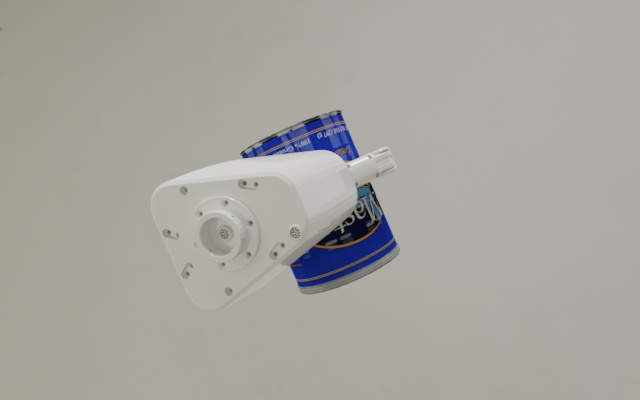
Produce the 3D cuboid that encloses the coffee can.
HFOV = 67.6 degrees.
[{"bbox_3d":[0.000,0.002,0.446,0.103,0.140,0.103,-23,3,1],"label":"coffee can"}]
